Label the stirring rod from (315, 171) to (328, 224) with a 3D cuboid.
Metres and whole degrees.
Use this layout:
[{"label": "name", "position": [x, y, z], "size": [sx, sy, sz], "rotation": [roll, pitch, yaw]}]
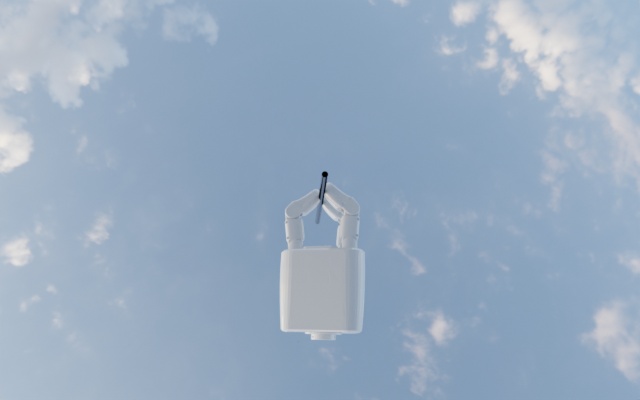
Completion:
[{"label": "stirring rod", "position": [0.000, 0.002, 0.692], "size": [0.011, 0.011, 0.239], "rotation": [0, -16, -3]}]
